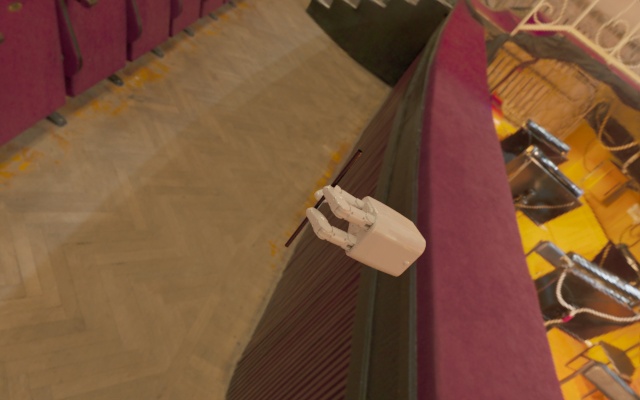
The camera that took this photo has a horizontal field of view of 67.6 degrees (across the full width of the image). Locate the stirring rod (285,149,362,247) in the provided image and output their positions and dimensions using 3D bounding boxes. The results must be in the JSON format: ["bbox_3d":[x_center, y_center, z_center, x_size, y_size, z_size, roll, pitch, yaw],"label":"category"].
[{"bbox_3d":[0.000,0.003,0.817,0.011,0.011,0.240,0,-42,-45],"label":"stirring rod"}]
